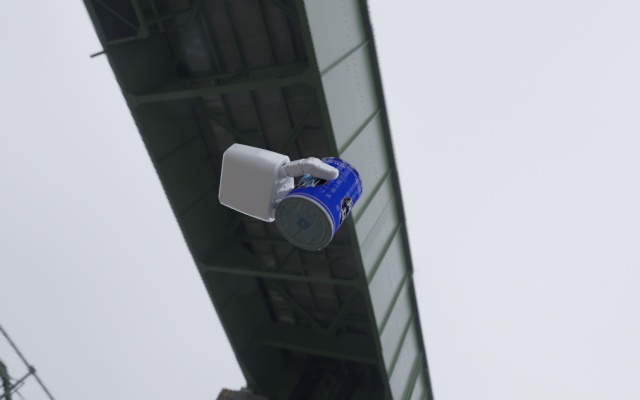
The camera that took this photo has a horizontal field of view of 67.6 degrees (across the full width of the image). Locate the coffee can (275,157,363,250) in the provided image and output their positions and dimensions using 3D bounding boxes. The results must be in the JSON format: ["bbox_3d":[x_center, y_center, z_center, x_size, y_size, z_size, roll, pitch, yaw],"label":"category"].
[{"bbox_3d":[0.000,0.003,0.812,0.103,0.103,0.140,0,31,29],"label":"coffee can"}]
